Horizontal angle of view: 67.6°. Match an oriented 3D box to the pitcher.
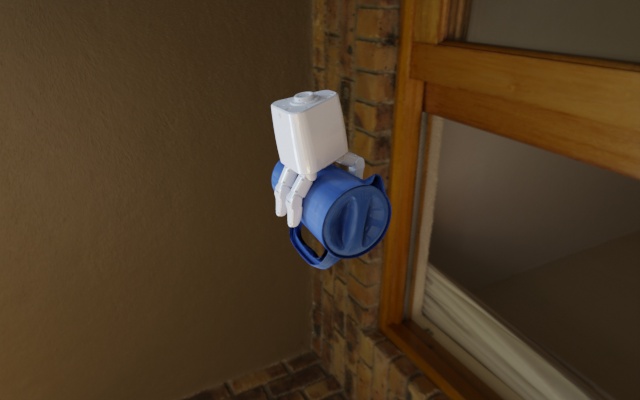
[{"bbox_3d":[0.000,0.003,0.861,0.149,0.145,0.242,-22,31,-21],"label":"pitcher"}]
